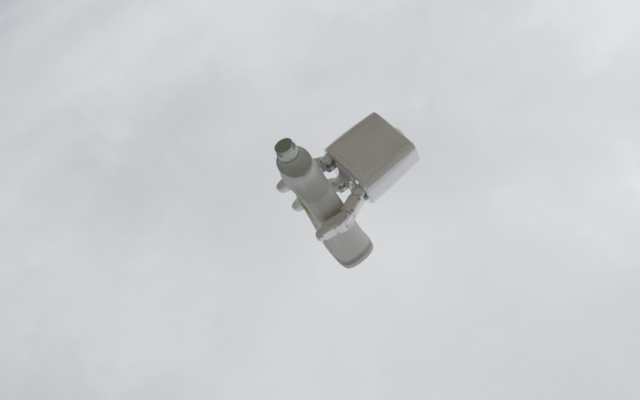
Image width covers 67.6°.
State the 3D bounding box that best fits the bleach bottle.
[{"bbox_3d":[0.000,0.002,0.741,0.102,0.068,0.251,44,-9,44],"label":"bleach bottle"}]
